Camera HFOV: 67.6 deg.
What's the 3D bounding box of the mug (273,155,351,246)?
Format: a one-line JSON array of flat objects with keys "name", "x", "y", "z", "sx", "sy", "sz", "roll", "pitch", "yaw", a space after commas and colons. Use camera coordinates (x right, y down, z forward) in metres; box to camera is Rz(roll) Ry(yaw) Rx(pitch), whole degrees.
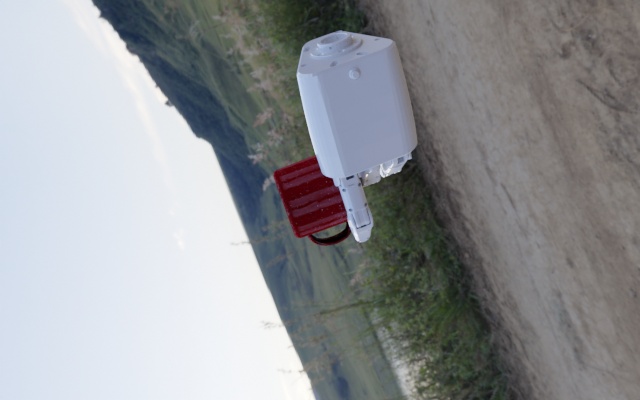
[{"name": "mug", "x": 0.000, "y": 0.003, "z": 0.544, "sx": 0.081, "sy": 0.117, "sz": 0.093, "roll": -20, "pitch": 32, "yaw": -4}]
